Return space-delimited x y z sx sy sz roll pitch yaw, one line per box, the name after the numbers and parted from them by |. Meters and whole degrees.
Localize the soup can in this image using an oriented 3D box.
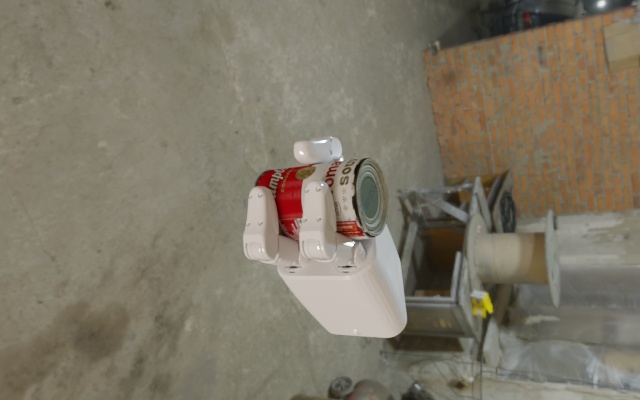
0.000 0.001 0.417 0.102 0.068 0.068 -5 -3 30 | soup can
